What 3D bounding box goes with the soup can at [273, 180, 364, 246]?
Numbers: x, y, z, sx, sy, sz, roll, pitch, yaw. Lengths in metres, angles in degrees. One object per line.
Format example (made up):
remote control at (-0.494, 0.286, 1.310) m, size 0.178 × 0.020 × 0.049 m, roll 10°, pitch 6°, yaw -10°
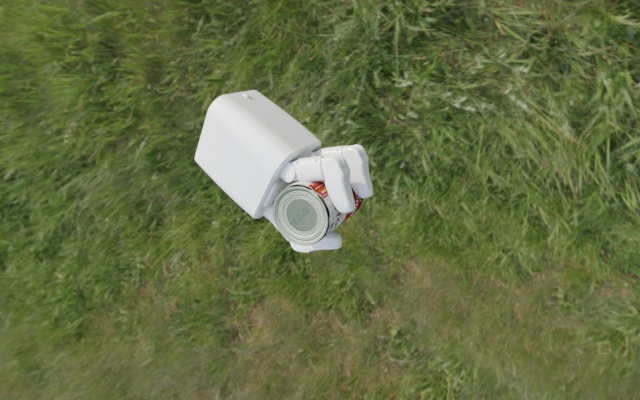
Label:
soup can at (0.000, 0.002, 0.535) m, size 0.068 × 0.068 × 0.102 m, roll 0°, pitch 17°, yaw 26°
